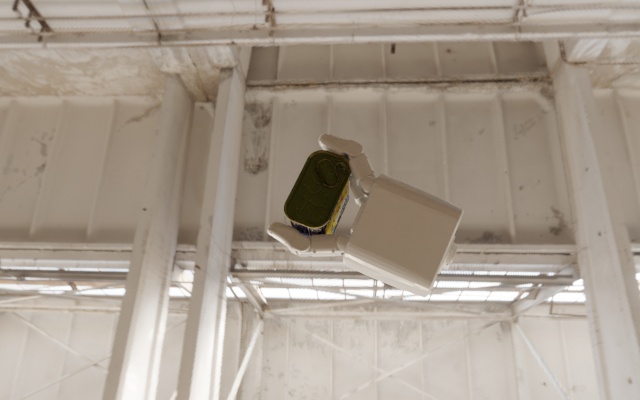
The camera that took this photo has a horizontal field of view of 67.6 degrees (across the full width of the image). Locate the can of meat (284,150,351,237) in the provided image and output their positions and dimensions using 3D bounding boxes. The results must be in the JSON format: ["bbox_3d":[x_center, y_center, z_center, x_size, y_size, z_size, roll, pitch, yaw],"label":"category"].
[{"bbox_3d":[0.000,0.002,0.605,0.057,0.102,0.084,20,-22,13],"label":"can of meat"}]
